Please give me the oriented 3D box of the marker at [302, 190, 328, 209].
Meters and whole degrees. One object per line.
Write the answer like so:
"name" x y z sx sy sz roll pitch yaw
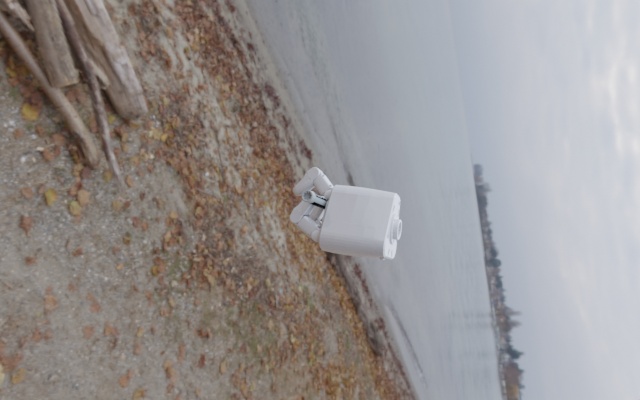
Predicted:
"marker" 0.000 0.002 0.771 0.020 0.020 0.121 0 -9 20
